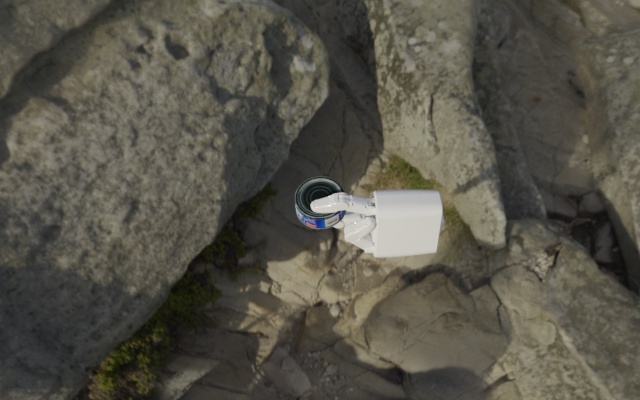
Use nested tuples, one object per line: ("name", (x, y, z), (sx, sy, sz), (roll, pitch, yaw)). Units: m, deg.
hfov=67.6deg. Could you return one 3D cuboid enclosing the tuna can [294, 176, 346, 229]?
("tuna can", (0.000, 0.002, 0.789), (0.086, 0.086, 0.034), (0, -33, 5))
